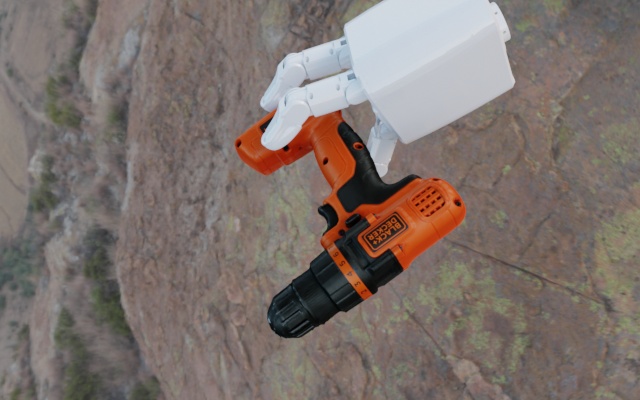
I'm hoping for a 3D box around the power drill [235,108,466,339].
[{"bbox_3d":[0.000,0.001,0.418,0.184,0.187,0.057,-35,-27,-1],"label":"power drill"}]
